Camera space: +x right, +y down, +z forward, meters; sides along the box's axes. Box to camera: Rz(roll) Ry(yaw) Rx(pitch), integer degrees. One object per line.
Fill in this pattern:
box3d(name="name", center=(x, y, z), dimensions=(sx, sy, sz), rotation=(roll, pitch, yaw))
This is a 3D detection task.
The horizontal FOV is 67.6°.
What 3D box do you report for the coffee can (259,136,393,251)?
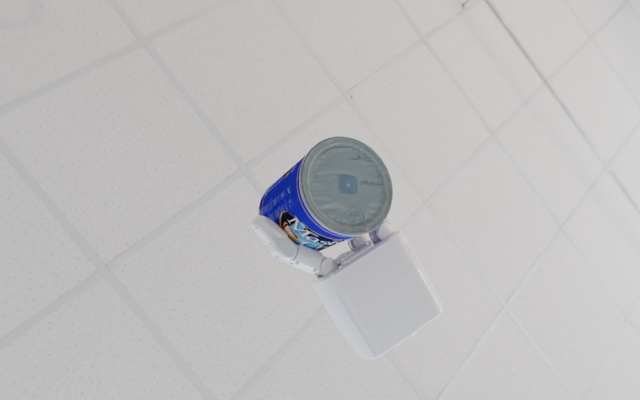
box3d(name="coffee can", center=(0.000, 0.002, 0.533), dimensions=(0.103, 0.102, 0.140), rotation=(0, -15, -25))
